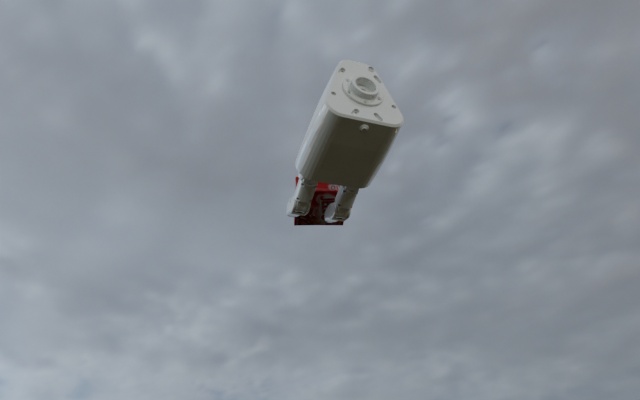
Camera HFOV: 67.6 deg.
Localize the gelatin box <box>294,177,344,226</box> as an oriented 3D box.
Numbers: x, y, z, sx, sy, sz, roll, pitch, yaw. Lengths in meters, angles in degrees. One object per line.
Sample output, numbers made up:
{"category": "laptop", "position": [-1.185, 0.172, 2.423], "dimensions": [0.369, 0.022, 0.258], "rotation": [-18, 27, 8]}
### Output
{"category": "gelatin box", "position": [0.000, 0.002, 0.670], "dimensions": [0.073, 0.030, 0.089], "rotation": [0, -34, -6]}
